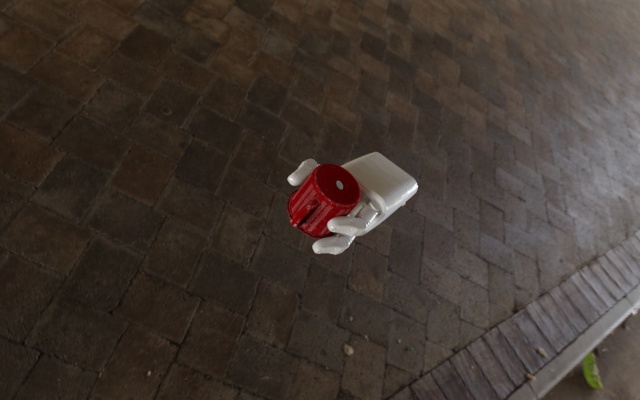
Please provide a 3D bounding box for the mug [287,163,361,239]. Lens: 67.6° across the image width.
[{"bbox_3d":[-0.001,0.003,0.711,0.117,0.093,0.081,-31,-14,-44],"label":"mug"}]
